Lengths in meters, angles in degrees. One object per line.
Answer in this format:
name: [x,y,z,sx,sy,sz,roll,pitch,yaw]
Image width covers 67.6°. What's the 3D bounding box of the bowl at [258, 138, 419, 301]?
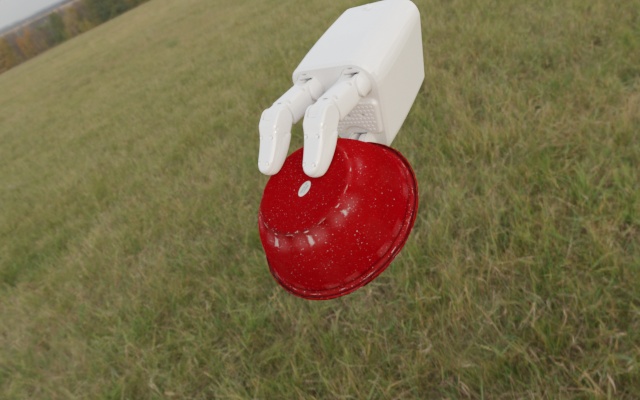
bowl: [0.000,0.002,0.416,0.162,0.162,0.055,0,-29,39]
